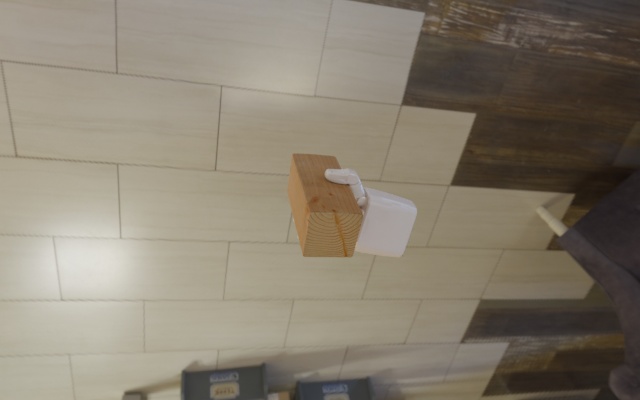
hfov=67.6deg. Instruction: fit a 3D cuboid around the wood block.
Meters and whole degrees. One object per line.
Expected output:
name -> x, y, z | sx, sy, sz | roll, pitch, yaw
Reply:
wood block -> 0.001, 0.003, 0.859 | 0.090, 0.091, 0.206 | 3, 31, -15
